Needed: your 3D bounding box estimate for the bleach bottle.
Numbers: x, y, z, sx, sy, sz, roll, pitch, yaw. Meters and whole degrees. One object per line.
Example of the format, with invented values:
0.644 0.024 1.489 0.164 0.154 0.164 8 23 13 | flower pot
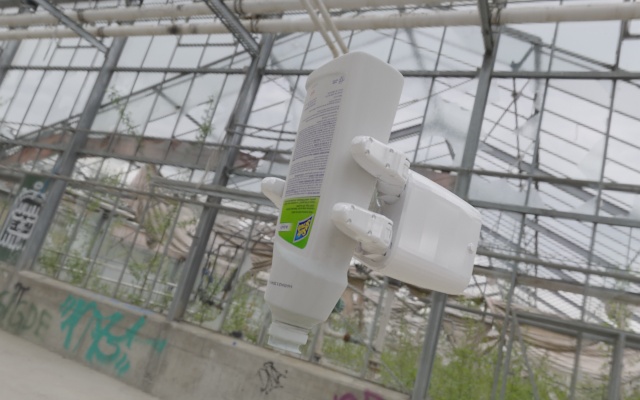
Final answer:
0.000 0.001 0.416 0.068 0.250 0.102 23 -15 -27 | bleach bottle
